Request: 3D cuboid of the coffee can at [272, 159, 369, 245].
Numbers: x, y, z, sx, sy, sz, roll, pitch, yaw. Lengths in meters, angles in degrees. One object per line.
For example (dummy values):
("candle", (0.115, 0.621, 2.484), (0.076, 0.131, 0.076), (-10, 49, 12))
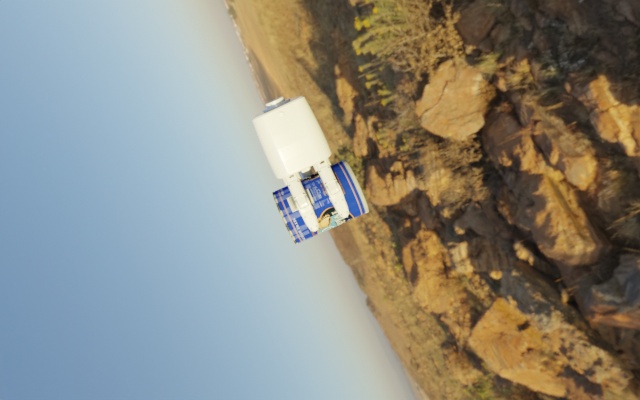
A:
("coffee can", (0.000, 0.003, 0.840), (0.140, 0.103, 0.103), (-25, 0, -1))
